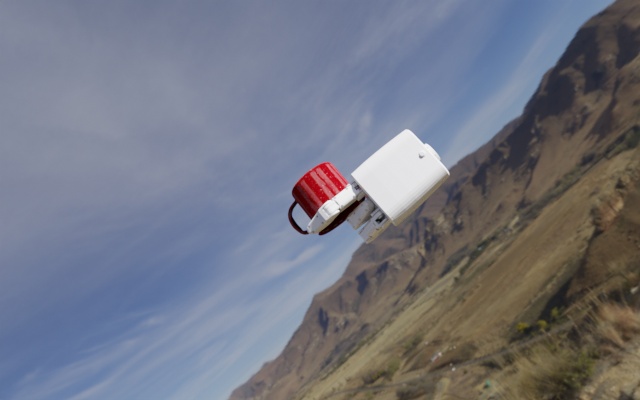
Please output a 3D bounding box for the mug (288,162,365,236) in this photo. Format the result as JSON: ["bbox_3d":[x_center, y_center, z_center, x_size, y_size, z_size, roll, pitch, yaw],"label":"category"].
[{"bbox_3d":[-0.001,0.003,0.747,0.117,0.081,0.093,-41,-13,5],"label":"mug"}]
